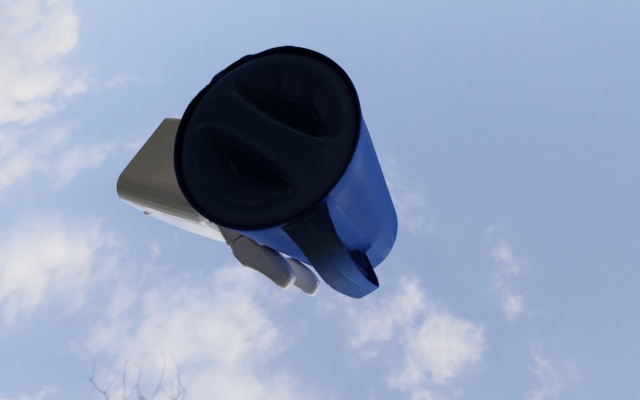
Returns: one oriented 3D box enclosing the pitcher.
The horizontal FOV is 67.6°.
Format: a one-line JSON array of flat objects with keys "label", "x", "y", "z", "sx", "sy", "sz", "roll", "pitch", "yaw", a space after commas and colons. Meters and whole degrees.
[{"label": "pitcher", "x": 0.000, "y": 0.001, "z": 0.409, "sx": 0.145, "sy": 0.149, "sz": 0.243, "roll": 11, "pitch": -15, "yaw": 22}]
